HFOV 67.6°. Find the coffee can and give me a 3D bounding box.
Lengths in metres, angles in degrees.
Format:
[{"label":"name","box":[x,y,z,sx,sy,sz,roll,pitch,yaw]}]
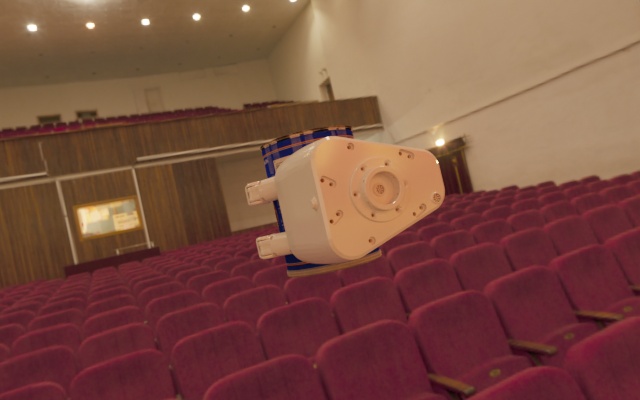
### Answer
[{"label":"coffee can","box":[0.000,0.002,0.512,0.103,0.140,0.103,-13,-2,0]}]
